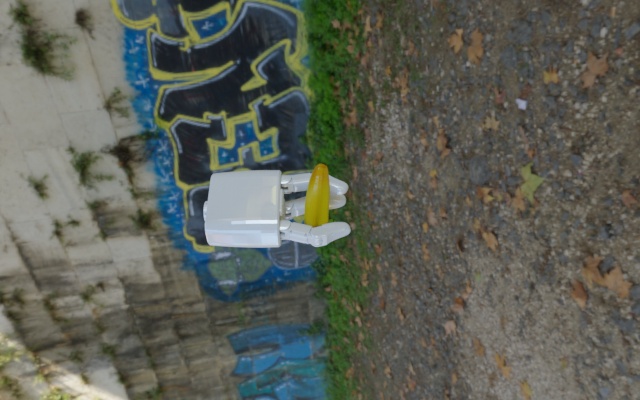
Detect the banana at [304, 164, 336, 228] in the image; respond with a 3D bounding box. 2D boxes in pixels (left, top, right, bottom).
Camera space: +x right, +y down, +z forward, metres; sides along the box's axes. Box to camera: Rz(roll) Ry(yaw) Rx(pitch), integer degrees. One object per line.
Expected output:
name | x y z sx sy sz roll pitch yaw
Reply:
banana | -0.003 0.020 0.711 0.037 0.069 0.198 7 -25 7
